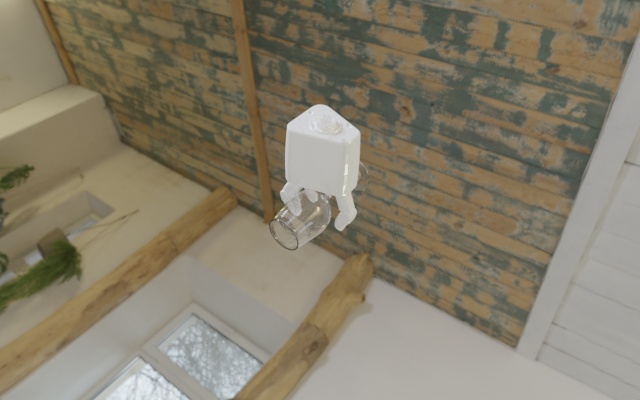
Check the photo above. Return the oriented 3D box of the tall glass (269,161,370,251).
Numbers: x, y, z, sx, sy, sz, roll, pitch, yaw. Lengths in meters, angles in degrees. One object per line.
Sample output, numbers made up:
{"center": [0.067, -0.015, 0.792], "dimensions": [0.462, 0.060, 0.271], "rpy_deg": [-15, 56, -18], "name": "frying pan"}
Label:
{"center": [0.001, 0.002, 0.828], "dimensions": [0.079, 0.079, 0.201], "rpy_deg": [0, 33, 46], "name": "tall glass"}
